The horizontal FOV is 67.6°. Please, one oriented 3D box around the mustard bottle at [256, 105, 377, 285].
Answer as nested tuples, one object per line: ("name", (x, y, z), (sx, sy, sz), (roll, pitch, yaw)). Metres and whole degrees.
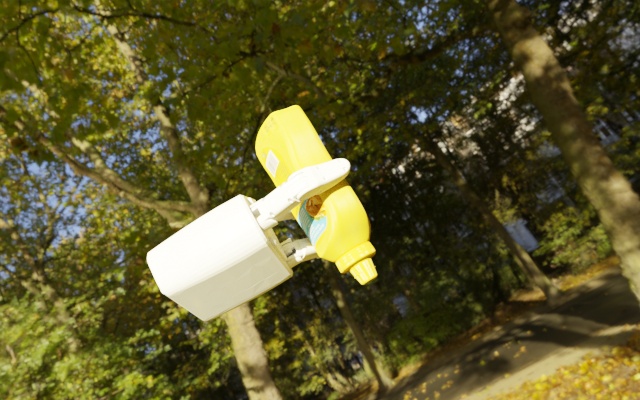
("mustard bottle", (0.000, 0.001, 0.497), (0.058, 0.191, 0.096), (-23, -20, -26))
